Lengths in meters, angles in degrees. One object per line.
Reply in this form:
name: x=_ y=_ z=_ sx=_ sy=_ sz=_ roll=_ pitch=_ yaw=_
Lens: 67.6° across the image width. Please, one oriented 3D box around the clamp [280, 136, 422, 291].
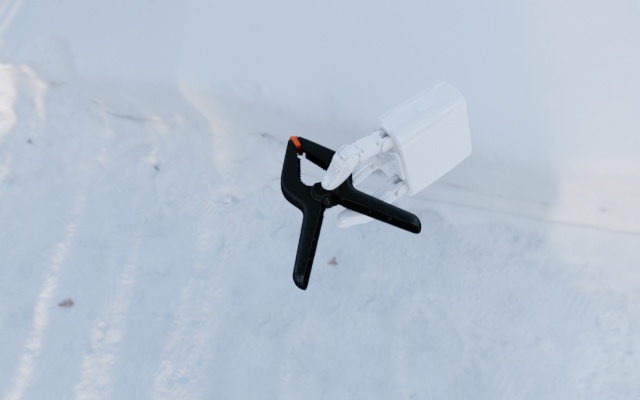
clamp: x=0.000 y=0.001 z=0.600 sx=0.164 sy=0.210 sz=0.036 roll=-31 pitch=-31 yaw=-11
